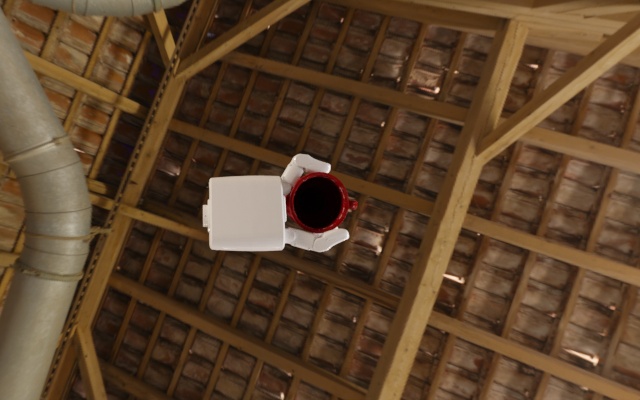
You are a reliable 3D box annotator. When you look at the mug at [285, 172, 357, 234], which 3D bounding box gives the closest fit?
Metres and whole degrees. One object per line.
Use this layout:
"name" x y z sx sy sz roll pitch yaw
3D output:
"mug" 0.001 0.002 0.761 0.117 0.093 0.081 1 1 -15
